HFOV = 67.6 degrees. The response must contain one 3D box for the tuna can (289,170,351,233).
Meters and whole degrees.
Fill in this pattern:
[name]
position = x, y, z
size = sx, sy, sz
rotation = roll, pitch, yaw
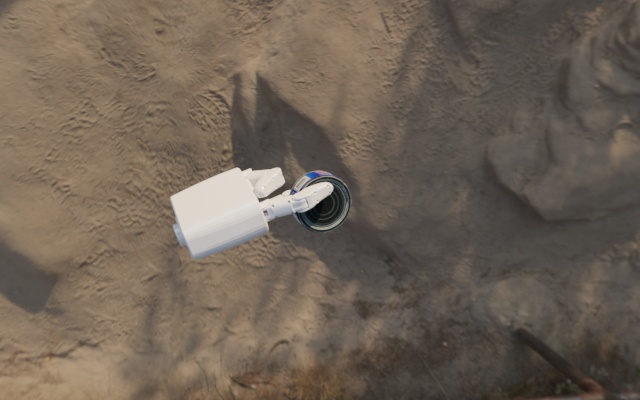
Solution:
[tuna can]
position = 0.000, 0.002, 0.680
size = 0.086, 0.086, 0.033
rotation = 0, 13, -23
